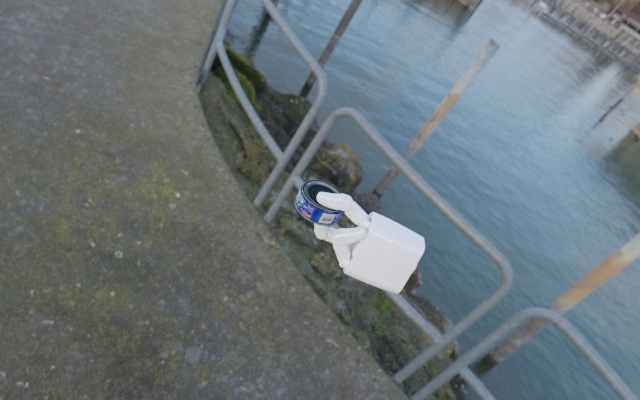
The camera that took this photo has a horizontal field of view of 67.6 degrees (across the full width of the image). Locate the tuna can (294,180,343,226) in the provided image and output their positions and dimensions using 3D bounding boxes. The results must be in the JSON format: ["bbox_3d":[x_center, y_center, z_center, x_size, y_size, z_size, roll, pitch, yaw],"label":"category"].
[{"bbox_3d":[0.000,0.002,0.833,0.086,0.034,0.086,18,35,-13],"label":"tuna can"}]
